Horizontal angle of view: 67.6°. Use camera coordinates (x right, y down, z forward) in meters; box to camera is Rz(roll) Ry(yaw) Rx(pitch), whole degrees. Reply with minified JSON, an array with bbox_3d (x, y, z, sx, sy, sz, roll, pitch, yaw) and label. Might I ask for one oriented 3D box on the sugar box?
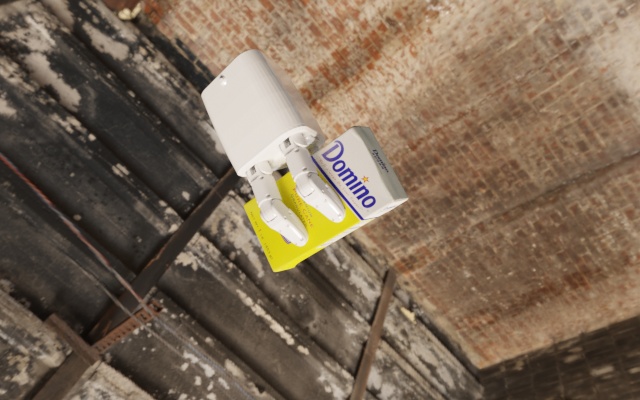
[{"bbox_3d":[0.000,0.002,0.537,0.176,0.093,0.048,-35,-14,31],"label":"sugar box"}]
